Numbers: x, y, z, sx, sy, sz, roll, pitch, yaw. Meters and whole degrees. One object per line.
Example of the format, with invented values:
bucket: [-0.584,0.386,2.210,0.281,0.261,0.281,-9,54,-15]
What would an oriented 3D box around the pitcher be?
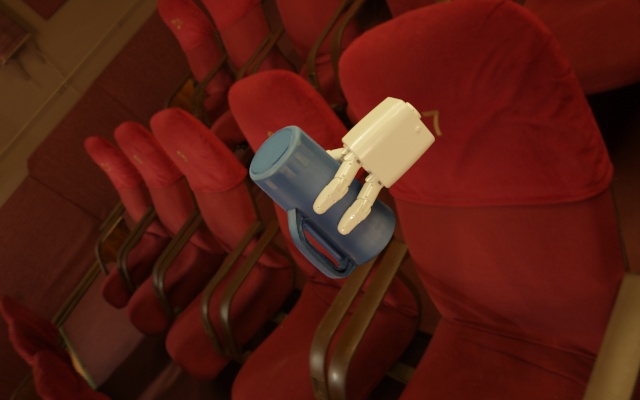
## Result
pitcher: [0.000,0.002,0.776,0.243,0.145,0.149,42,10,-30]
